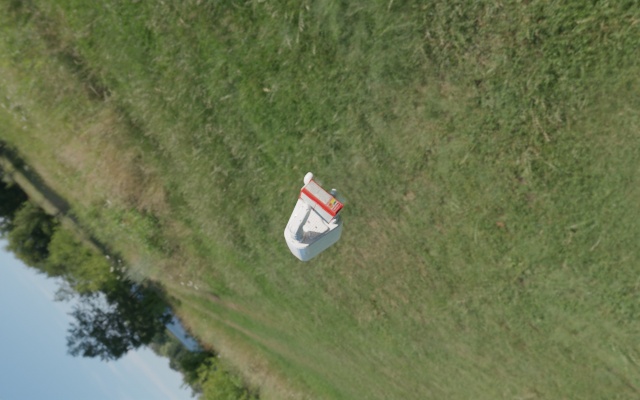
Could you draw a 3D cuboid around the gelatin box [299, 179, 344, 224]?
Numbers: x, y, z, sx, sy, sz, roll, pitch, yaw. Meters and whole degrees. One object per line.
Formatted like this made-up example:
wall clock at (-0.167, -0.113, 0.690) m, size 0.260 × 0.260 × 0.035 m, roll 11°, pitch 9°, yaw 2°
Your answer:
gelatin box at (0.000, 0.003, 0.844) m, size 0.073 × 0.030 × 0.089 m, roll 40°, pitch -11°, yaw 3°
